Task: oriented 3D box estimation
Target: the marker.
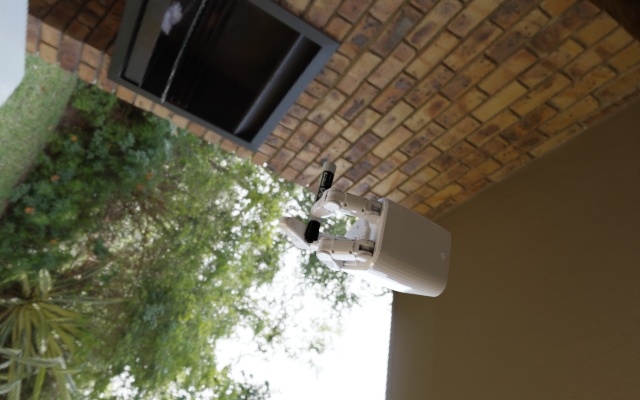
[{"bbox_3d":[0.000,0.002,0.640,0.020,0.121,0.020,12,-29,6],"label":"marker"}]
